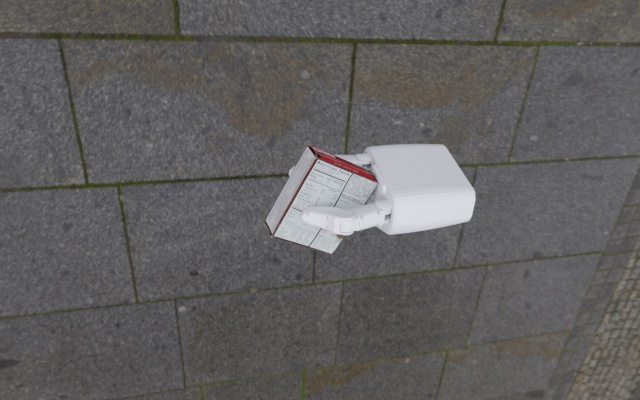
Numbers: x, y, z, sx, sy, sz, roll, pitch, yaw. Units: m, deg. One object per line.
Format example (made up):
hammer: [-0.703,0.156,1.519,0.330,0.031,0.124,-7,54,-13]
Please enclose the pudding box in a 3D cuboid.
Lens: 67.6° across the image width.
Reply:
pudding box: [0.000,0.002,0.557,0.090,0.113,0.039,20,20,-29]
